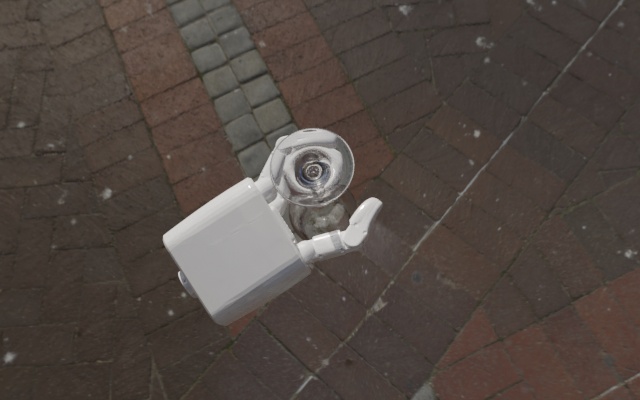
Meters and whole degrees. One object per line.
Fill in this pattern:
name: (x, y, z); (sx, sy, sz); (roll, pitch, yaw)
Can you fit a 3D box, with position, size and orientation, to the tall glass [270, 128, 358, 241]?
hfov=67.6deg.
tall glass: (0.000, 0.001, 0.507); (0.079, 0.079, 0.201); (0, -18, 5)
